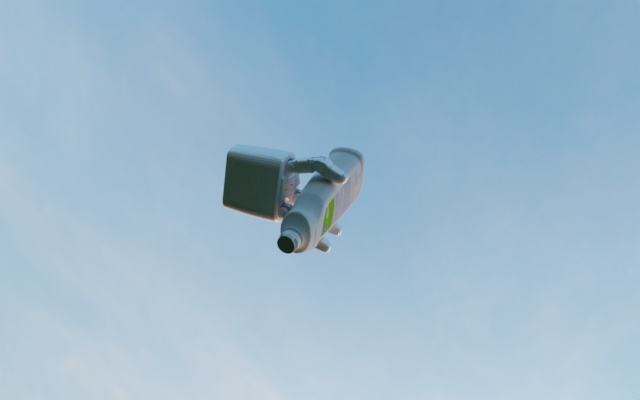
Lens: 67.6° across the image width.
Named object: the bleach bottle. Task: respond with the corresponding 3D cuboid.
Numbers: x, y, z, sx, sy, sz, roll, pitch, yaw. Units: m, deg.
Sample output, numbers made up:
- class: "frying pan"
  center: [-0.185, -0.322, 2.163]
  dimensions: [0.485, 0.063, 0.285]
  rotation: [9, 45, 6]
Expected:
- class: "bleach bottle"
  center: [0.000, 0.003, 0.766]
  dimensions: [0.068, 0.103, 0.250]
  rotation: [12, 29, 19]
